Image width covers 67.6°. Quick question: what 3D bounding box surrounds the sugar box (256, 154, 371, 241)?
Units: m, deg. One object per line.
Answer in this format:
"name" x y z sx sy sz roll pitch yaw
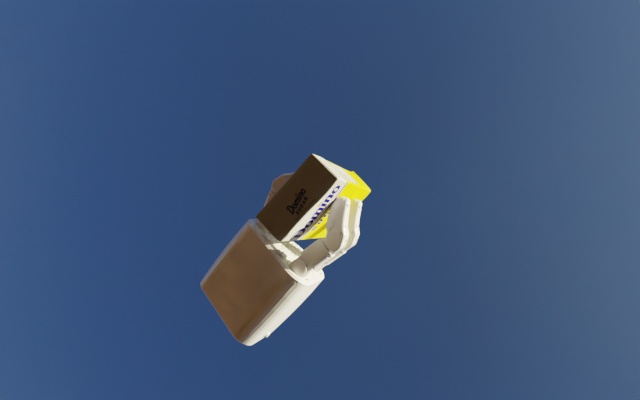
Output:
"sugar box" 0.000 0.002 0.567 0.048 0.093 0.176 44 10 12
